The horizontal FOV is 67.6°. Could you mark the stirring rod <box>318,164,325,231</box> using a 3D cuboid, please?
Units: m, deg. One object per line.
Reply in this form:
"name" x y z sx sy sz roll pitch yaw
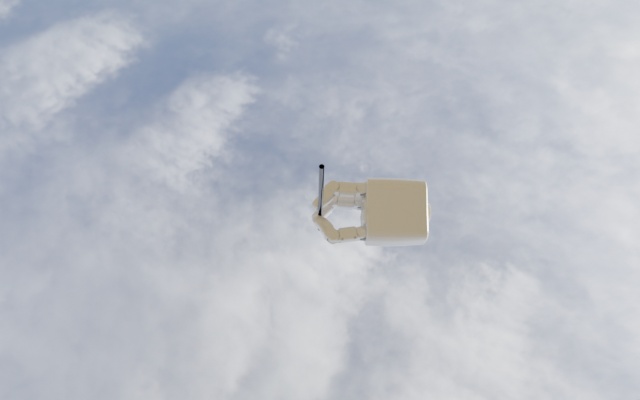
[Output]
"stirring rod" 0.000 0.003 0.784 0.011 0.011 0.240 0 -25 -1
